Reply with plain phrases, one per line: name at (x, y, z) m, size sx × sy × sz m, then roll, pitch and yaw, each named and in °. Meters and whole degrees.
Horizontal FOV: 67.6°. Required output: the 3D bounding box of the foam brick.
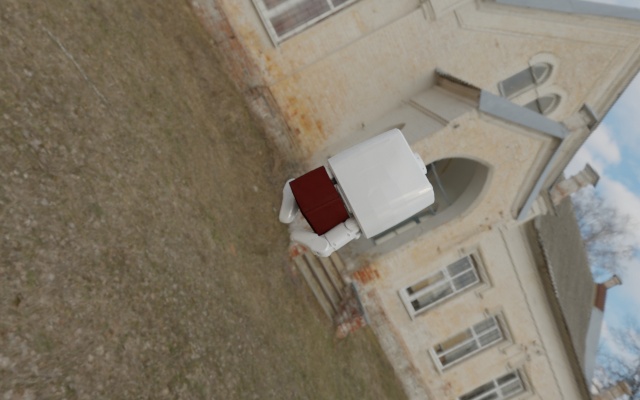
foam brick at (0.000, 0.002, 0.617) m, size 0.051 × 0.053 × 0.078 m, roll -26°, pitch -29°, yaw 2°
